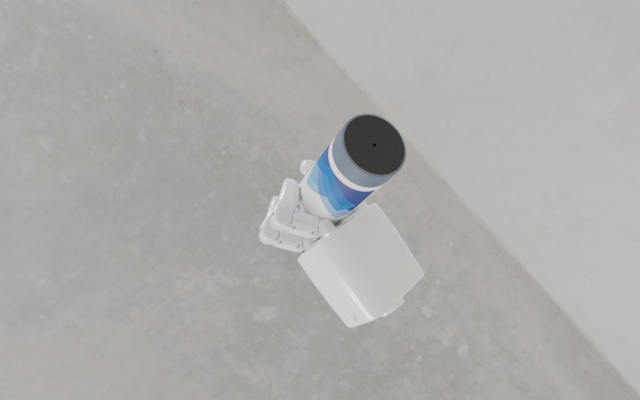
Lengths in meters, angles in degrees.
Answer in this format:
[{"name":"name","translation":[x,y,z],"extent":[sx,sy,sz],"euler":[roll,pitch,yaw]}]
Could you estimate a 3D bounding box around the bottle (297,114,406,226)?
[{"name":"bottle","translation":[0.000,0.002,0.568],"extent":[0.069,0.069,0.296],"euler":[0,-21,-21]}]
